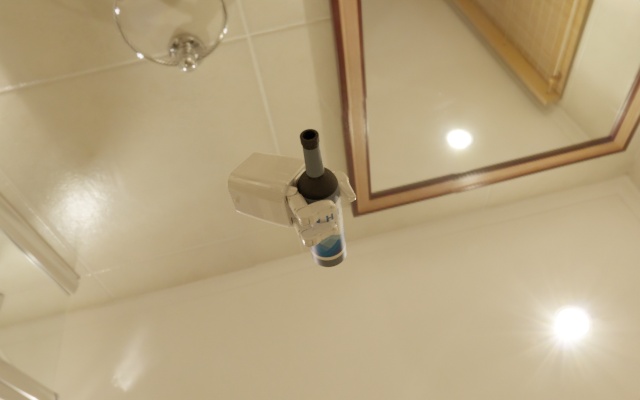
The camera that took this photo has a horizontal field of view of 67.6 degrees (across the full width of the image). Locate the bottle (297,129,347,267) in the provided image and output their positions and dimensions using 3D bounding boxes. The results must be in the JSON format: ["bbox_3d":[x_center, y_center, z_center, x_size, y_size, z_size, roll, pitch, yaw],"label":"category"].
[{"bbox_3d":[0.000,0.003,0.784,0.069,0.069,0.296,0,-40,8],"label":"bottle"}]
